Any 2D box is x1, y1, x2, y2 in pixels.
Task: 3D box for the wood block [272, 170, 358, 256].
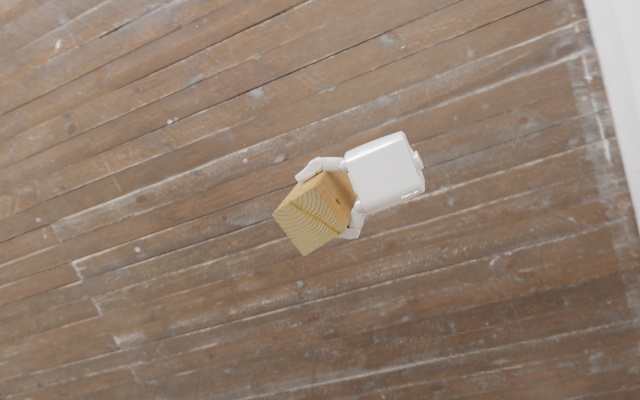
[{"bbox_3d":[0.000,0.002,0.860,0.090,0.091,0.206,-33,9,20],"label":"wood block"}]
